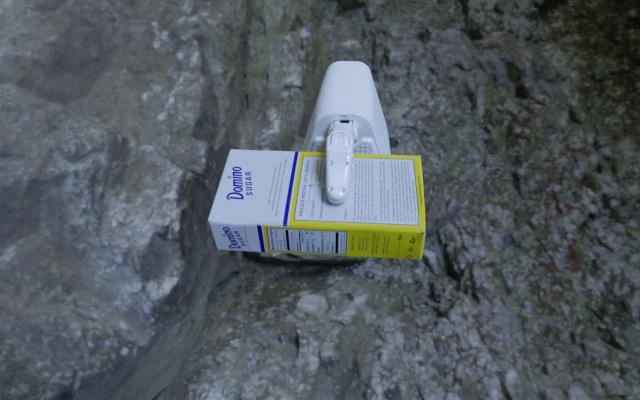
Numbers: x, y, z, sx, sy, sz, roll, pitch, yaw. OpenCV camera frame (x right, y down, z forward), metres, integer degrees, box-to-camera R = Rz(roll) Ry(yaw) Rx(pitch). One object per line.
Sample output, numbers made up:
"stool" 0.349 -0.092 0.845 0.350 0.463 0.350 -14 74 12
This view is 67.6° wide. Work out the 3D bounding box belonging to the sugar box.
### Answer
"sugar box" 0.000 0.002 0.420 0.176 0.093 0.048 1 -44 6
